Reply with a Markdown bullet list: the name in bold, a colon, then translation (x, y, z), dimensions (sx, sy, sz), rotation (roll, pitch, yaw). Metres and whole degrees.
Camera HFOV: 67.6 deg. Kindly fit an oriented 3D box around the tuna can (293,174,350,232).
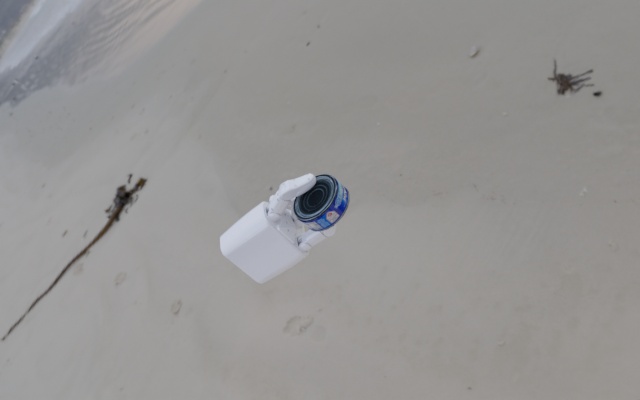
- **tuna can**: translation (0.000, 0.002, 0.731), dimensions (0.086, 0.086, 0.034), rotation (0, -31, 44)
